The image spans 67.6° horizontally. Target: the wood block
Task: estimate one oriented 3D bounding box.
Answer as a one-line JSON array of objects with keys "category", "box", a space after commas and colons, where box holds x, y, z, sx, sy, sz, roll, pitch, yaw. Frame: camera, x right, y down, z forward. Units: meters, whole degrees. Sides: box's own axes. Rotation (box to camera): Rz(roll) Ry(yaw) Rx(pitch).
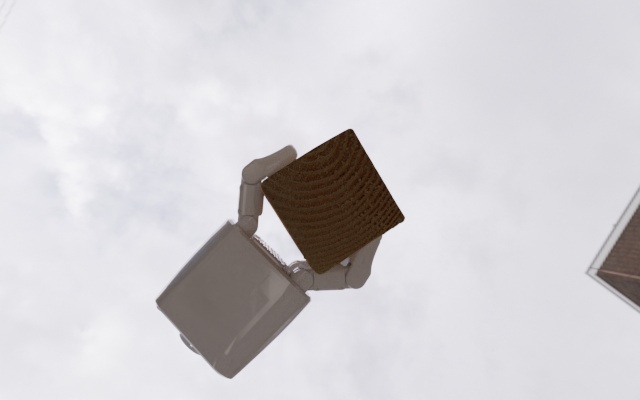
[{"category": "wood block", "box": [0.000, 0.002, 0.485, 0.090, 0.091, 0.206, -32, 3, -6]}]
